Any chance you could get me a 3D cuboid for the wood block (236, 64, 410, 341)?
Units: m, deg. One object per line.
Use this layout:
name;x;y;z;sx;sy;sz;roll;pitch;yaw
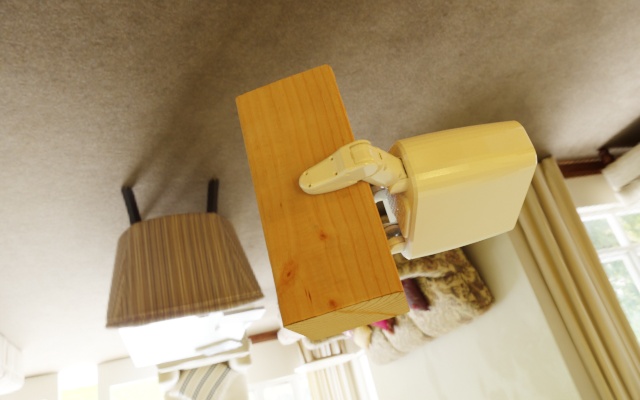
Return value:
wood block;0.000;0.001;0.411;0.090;0.206;0.091;-18;-25;6
